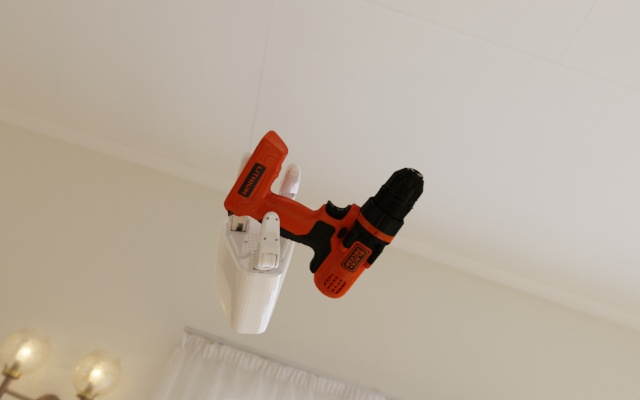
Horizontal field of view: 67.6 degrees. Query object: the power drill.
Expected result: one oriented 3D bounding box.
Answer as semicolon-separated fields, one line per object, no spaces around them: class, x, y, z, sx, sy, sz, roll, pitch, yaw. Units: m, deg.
power drill;0.000;0.002;0.547;0.187;0.184;0.057;34;16;-4
